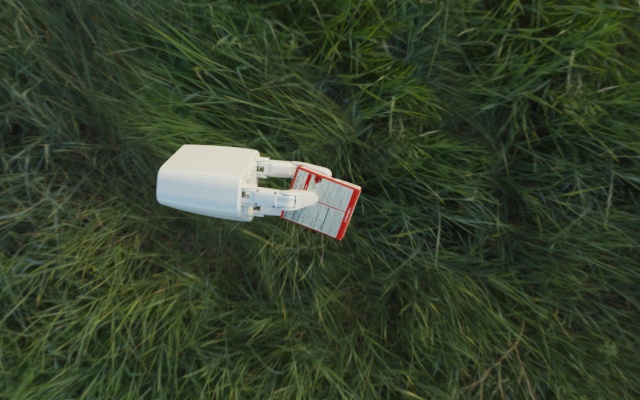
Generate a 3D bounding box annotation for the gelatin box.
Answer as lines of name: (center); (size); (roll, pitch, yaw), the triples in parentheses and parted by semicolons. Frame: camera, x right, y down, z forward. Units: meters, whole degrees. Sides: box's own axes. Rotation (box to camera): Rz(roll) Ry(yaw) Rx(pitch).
gelatin box: (0.000, 0.002, 0.632); (0.089, 0.073, 0.030); (21, 11, 5)
